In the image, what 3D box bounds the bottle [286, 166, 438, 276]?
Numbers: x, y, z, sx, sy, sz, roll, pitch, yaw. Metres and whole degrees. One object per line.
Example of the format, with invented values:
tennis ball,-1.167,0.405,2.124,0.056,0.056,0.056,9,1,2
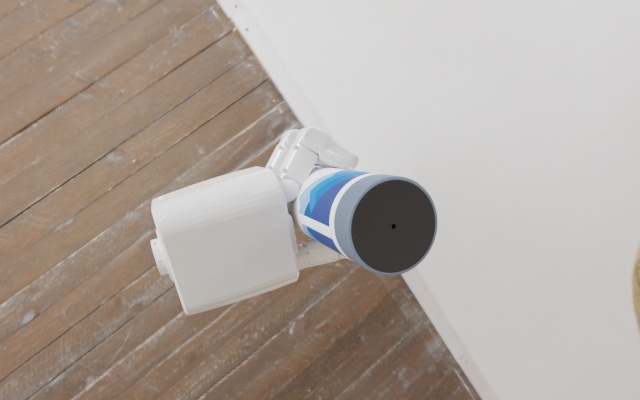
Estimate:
bottle,0.000,0.001,0.450,0.069,0.069,0.295,0,6,-19
